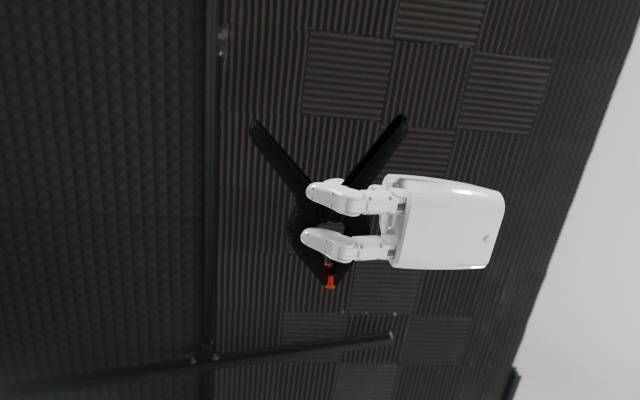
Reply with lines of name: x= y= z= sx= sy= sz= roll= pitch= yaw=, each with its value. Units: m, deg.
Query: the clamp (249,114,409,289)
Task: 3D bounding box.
clamp: x=0.000 y=0.002 z=0.524 sx=0.164 sy=0.210 sz=0.036 roll=4 pitch=25 yaw=-8
